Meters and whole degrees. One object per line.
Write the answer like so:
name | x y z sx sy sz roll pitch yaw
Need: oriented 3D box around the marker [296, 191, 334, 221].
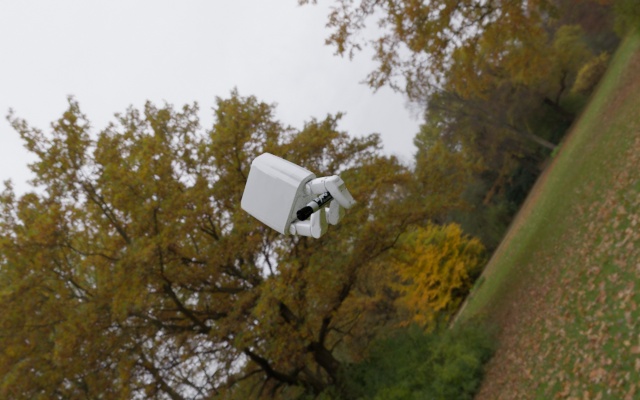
marker | 0.000 0.003 0.765 0.020 0.020 0.121 0 22 36
